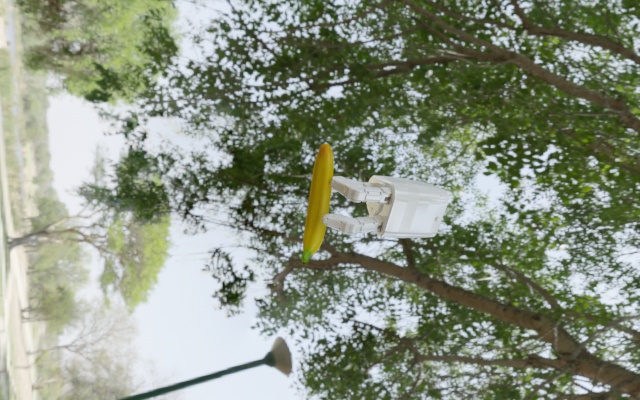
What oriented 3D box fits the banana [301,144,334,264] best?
[{"bbox_3d":[-0.002,0.005,0.800,0.037,0.198,0.069,8,3,-4],"label":"banana"}]
